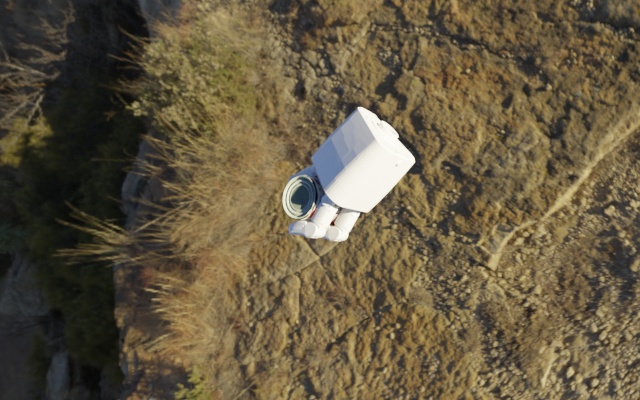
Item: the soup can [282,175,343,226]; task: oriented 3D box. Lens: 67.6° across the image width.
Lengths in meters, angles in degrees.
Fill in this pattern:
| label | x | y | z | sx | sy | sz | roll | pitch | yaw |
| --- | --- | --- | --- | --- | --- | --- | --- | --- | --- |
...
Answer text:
| label | x | y | z | sx | sy | sz | roll | pitch | yaw |
| --- | --- | --- | --- | --- | --- | --- | --- | --- | --- |
| soup can | 0.000 | 0.003 | 0.728 | 0.068 | 0.068 | 0.102 | 0 | -8 | 39 |
